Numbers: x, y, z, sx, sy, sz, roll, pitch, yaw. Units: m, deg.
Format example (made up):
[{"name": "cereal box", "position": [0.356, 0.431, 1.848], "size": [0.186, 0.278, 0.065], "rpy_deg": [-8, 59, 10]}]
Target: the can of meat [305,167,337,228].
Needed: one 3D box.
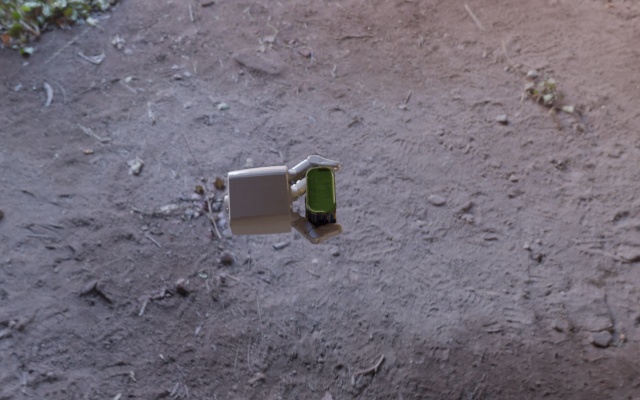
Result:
[{"name": "can of meat", "position": [0.000, 0.003, 0.853], "size": [0.057, 0.102, 0.084], "rpy_deg": [-2, -32, -1]}]
